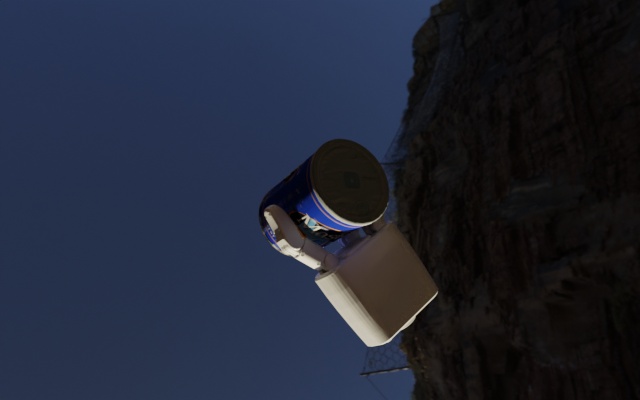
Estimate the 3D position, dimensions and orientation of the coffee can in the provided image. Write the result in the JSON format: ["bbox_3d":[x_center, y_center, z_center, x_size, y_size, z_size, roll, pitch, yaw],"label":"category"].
[{"bbox_3d":[0.000,0.002,0.580,0.103,0.102,0.140,0,-20,-33],"label":"coffee can"}]
